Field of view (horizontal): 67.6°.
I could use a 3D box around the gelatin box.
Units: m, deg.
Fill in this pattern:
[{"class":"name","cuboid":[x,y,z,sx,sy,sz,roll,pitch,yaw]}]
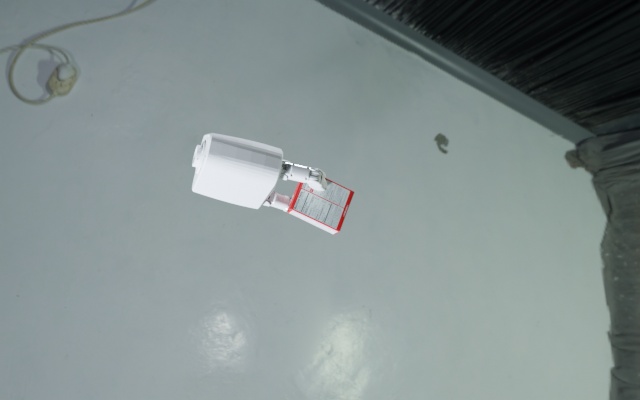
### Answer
[{"class":"gelatin box","cuboid":[0.001,0.003,0.759,0.089,0.073,0.030,25,-20,-12]}]
